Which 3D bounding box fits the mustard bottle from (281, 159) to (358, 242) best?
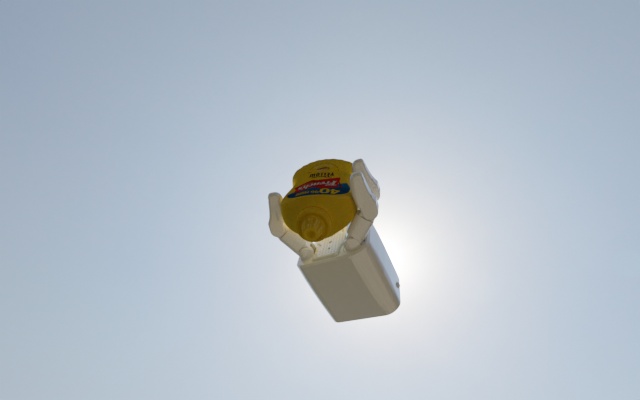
[{"bbox_3d":[0.000,0.002,0.613,0.096,0.058,0.191,-3,23,9],"label":"mustard bottle"}]
